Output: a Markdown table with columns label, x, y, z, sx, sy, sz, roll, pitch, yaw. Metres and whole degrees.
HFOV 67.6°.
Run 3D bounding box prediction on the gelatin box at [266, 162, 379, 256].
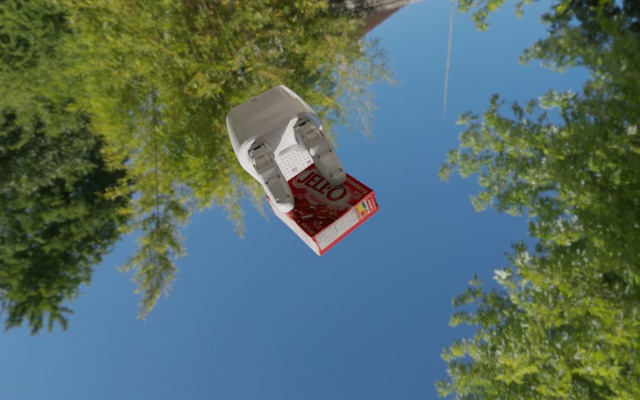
| label | x | y | z | sx | sy | sz | roll | pitch | yaw |
| --- | --- | --- | --- | --- | --- | --- | --- | --- | --- |
| gelatin box | 0.000 | 0.002 | 0.460 | 0.073 | 0.030 | 0.089 | -36 | 42 | -14 |
